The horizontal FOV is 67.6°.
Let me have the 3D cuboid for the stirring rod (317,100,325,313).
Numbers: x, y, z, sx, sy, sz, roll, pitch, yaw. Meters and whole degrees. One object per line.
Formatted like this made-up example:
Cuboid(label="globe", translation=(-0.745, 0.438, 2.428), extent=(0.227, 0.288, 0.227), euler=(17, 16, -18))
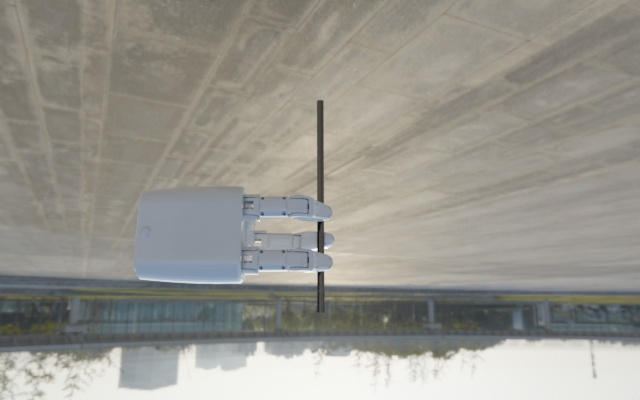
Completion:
Cuboid(label="stirring rod", translation=(0.000, 0.002, 0.534), extent=(0.011, 0.239, 0.011), euler=(0, -12, 0))
